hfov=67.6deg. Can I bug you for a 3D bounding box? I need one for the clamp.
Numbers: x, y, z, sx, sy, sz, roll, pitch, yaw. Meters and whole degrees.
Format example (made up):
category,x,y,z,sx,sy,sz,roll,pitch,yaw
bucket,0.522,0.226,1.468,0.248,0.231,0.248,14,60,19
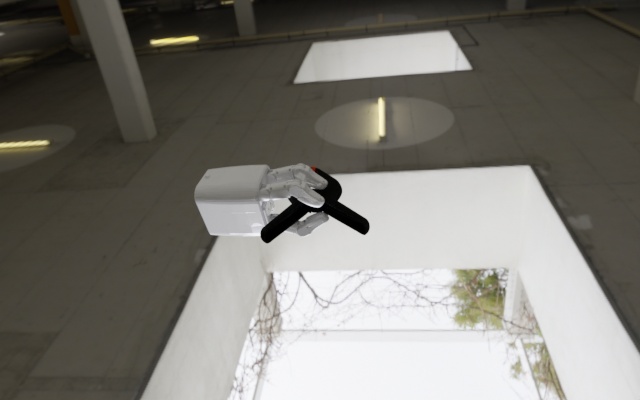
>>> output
category,x,y,z,sx,sy,sz,roll,pitch,yaw
clamp,0.000,0.003,0.789,0.164,0.036,0.209,-1,31,7
